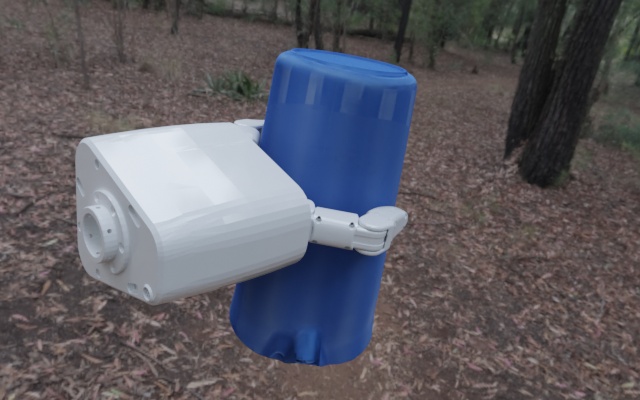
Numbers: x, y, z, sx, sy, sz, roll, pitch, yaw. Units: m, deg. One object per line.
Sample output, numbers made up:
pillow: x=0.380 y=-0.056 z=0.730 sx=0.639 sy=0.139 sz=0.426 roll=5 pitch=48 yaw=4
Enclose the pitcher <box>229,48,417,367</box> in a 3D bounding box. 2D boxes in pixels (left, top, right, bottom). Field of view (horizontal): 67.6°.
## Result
pitcher: x=0.000 y=0.001 z=0.411 sx=0.149 sy=0.243 sz=0.145 roll=28 pitch=28 yaw=36
